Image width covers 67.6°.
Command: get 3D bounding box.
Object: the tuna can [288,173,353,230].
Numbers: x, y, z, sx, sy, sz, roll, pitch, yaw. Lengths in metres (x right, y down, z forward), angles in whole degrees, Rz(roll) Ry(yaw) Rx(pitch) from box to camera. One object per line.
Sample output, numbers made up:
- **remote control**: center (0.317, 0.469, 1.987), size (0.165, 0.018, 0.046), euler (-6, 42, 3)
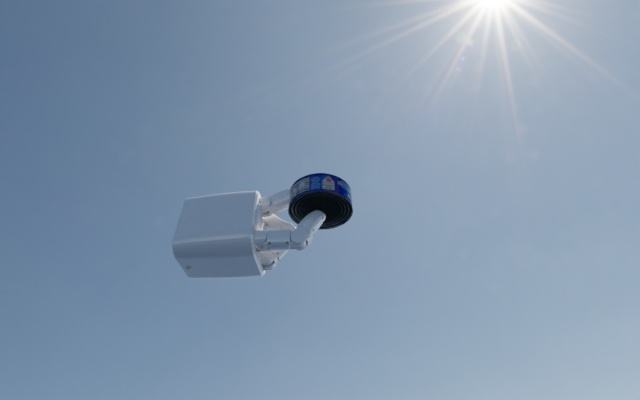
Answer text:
- **tuna can**: center (0.000, 0.002, 0.640), size (0.086, 0.033, 0.086), euler (0, -37, 0)
